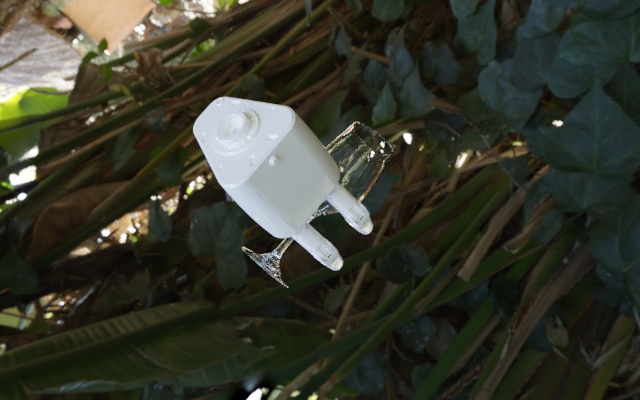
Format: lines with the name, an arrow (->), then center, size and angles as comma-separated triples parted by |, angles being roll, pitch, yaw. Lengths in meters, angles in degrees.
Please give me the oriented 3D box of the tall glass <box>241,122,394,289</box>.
tall glass -> 0.000, 0.002, 0.561 | 0.079, 0.201, 0.079 | 40, -7, 6
